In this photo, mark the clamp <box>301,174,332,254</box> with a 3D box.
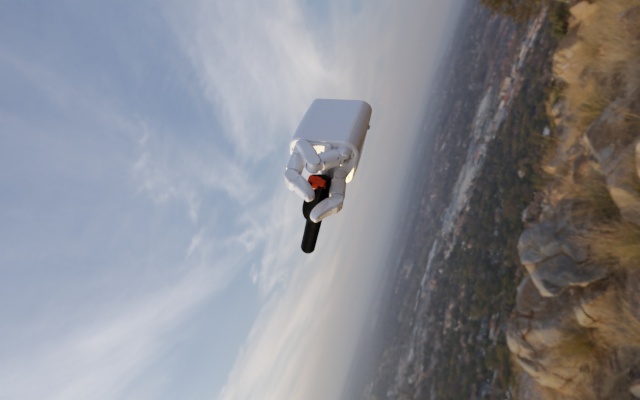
[{"bbox_3d":[0.000,0.002,0.800,0.039,0.120,0.172,17,-35,7],"label":"clamp"}]
